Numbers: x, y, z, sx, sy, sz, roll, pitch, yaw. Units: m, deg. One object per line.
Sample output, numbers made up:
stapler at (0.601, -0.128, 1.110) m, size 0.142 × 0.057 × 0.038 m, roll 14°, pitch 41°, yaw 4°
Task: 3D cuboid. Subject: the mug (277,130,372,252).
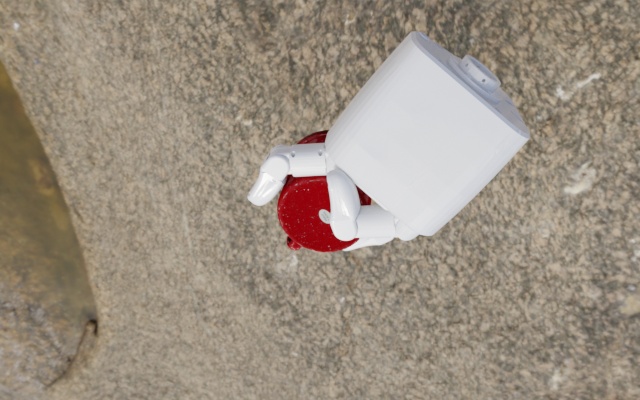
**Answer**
mug at (-0.001, 0.002, 0.449) m, size 0.093 × 0.117 × 0.081 m, roll 33°, pitch 31°, yaw -12°
